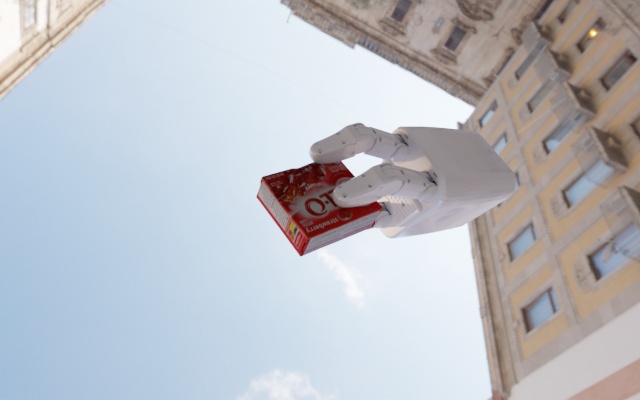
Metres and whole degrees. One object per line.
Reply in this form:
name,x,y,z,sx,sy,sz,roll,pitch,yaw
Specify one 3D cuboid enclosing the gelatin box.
gelatin box,0.000,0.002,0.424,0.089,0.073,0.030,-19,-32,-35
